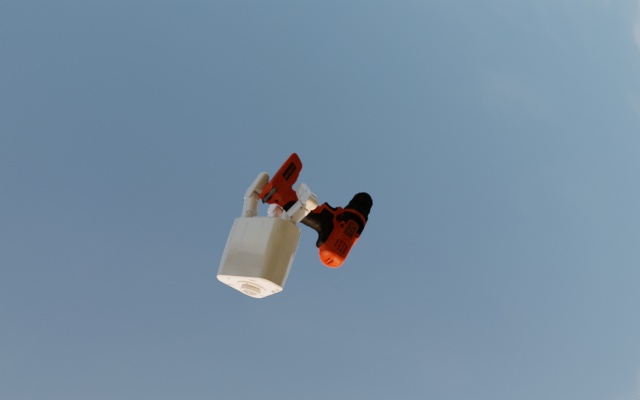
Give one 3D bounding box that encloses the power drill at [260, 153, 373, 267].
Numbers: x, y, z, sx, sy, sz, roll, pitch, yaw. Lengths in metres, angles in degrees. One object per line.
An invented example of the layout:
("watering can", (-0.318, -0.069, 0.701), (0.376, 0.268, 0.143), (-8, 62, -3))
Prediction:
("power drill", (0.000, 0.003, 0.847), (0.057, 0.187, 0.184), (-45, 8, 44))
